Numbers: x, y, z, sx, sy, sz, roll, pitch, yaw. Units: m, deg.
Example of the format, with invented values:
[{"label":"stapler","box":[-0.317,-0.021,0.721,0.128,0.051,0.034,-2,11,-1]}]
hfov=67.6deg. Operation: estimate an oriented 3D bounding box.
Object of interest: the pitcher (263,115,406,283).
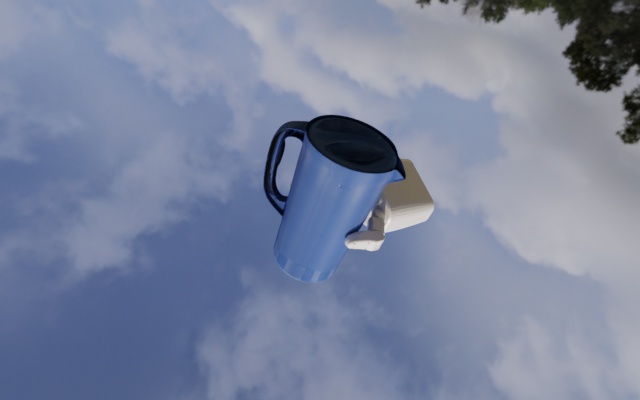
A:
[{"label":"pitcher","box":[0.000,0.002,0.704,0.145,0.243,0.149,-9,47,-35]}]
